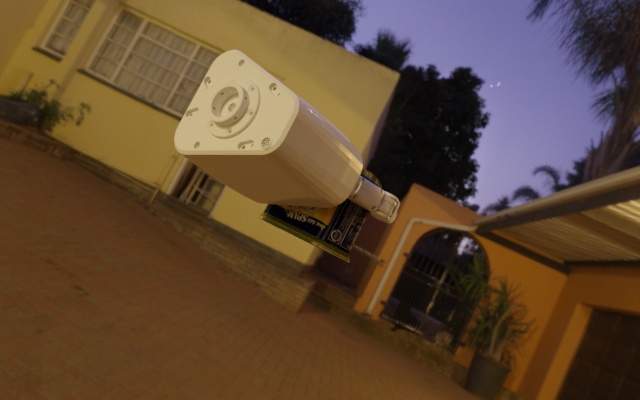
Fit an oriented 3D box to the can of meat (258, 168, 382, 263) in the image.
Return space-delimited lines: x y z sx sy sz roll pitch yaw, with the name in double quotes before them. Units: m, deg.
"can of meat" 0.000 0.001 0.474 0.102 0.084 0.057 22 -7 37
